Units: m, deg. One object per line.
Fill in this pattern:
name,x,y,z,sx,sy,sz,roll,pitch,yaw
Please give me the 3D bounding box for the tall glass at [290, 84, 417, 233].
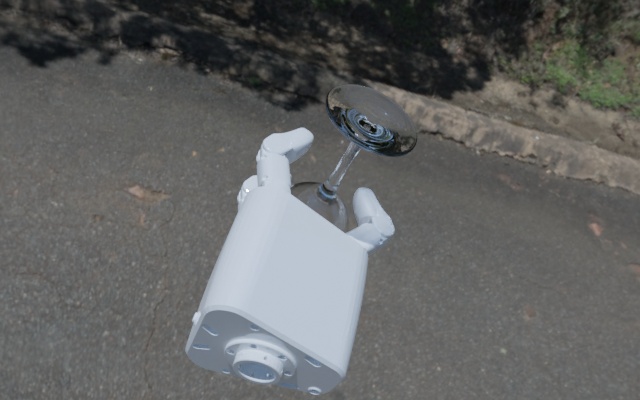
tall glass,0.000,0.001,0.415,0.079,0.079,0.201,0,-38,-29
